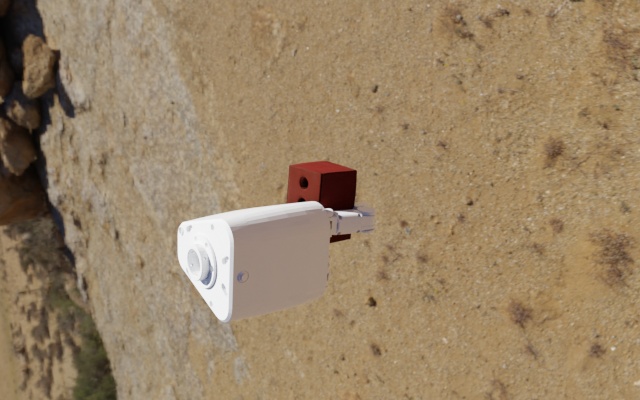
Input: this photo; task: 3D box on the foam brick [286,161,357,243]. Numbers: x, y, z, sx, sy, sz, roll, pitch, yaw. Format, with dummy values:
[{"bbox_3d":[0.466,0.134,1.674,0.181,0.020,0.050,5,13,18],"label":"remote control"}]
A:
[{"bbox_3d":[0.000,0.001,0.501,0.051,0.078,0.053,-7,17,-40],"label":"foam brick"}]
